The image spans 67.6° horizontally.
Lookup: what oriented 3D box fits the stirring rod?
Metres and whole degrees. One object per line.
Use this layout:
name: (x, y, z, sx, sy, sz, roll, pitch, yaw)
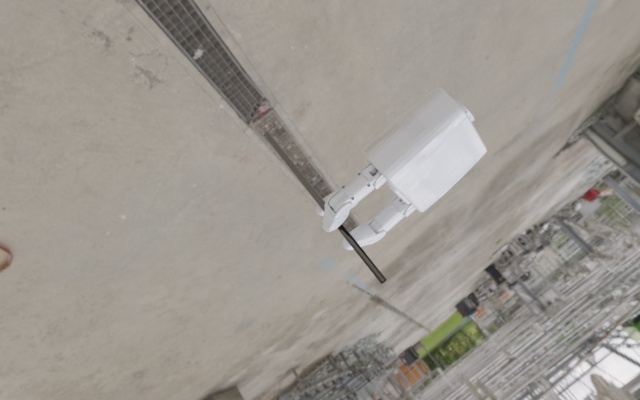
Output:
stirring rod: (0.000, 0.002, 0.569, 0.011, 0.239, 0.011, -32, -23, -15)
